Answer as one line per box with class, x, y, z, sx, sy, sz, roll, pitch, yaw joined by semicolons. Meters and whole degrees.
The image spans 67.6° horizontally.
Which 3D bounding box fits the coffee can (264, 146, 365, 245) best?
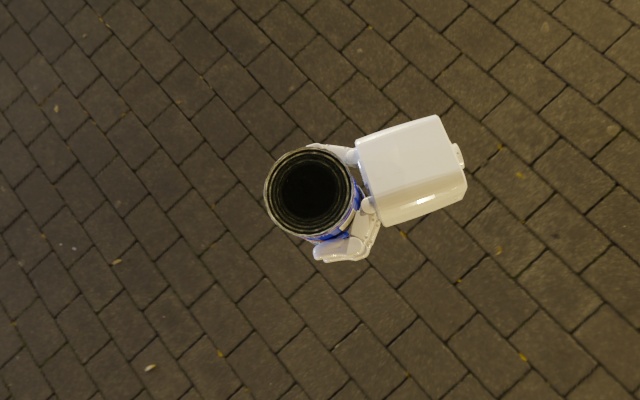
coffee can;0.000;0.002;0.591;0.103;0.103;0.140;0;-10;12
